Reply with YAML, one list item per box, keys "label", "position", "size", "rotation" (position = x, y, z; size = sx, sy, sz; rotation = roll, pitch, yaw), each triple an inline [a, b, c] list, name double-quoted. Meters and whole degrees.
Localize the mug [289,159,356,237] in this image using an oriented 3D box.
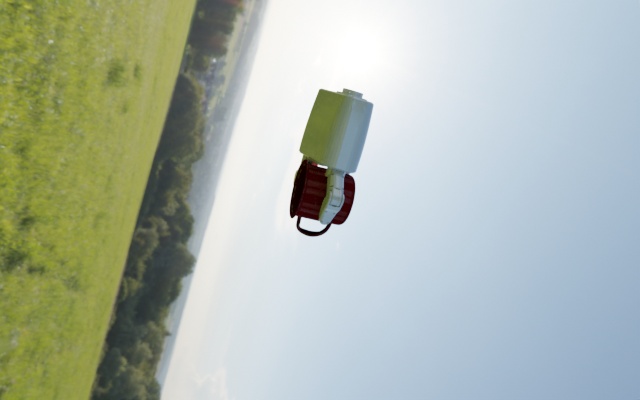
- label: "mug"
  position: [0.000, 0.004, 0.739]
  size: [0.081, 0.117, 0.093]
  rotation: [13, 13, -13]
